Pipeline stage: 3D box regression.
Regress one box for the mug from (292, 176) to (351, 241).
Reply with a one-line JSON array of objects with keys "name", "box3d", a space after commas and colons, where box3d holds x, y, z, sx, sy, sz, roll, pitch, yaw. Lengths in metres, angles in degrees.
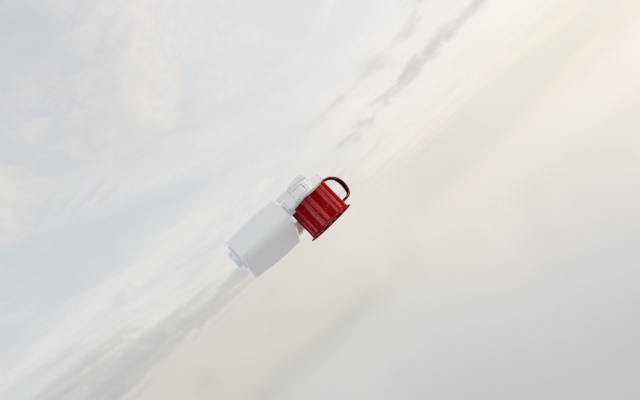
[{"name": "mug", "box3d": [0.001, 0.002, 0.836, 0.117, 0.081, 0.093, -42, -6, -16]}]
